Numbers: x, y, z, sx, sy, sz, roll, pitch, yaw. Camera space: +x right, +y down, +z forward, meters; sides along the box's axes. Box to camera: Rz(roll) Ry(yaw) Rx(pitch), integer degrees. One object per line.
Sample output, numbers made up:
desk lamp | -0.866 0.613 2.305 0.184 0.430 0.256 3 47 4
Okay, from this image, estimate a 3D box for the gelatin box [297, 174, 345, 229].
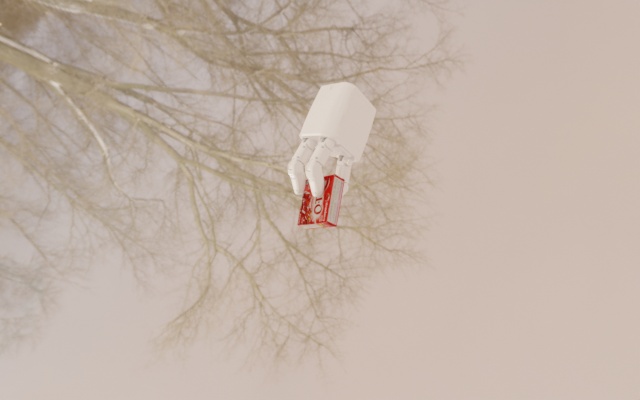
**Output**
gelatin box | 0.000 0.003 0.830 0.073 0.089 0.030 -8 -24 45
